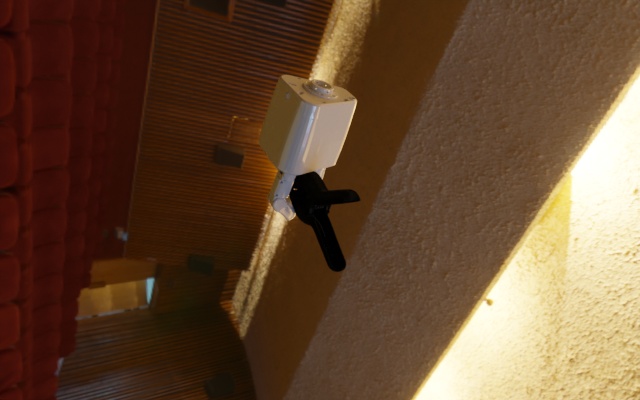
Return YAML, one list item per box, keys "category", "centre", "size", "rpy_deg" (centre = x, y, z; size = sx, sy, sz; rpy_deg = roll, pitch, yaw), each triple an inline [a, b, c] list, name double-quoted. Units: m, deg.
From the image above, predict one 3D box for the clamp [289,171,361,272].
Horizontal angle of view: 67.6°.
- category: "clamp"
  centre: [0.001, 0.002, 0.664]
  size: [0.039, 0.120, 0.171]
  rpy_deg: [-4, 39, -35]
